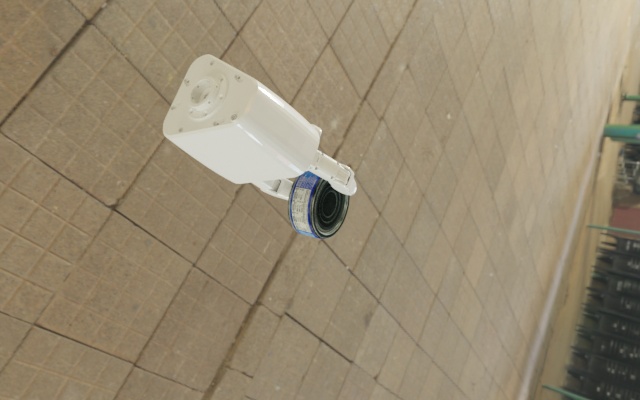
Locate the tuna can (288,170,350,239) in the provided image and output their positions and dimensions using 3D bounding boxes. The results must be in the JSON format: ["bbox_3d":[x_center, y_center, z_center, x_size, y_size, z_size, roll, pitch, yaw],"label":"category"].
[{"bbox_3d":[0.001,0.002,0.565,0.034,0.086,0.086,12,6,32],"label":"tuna can"}]
